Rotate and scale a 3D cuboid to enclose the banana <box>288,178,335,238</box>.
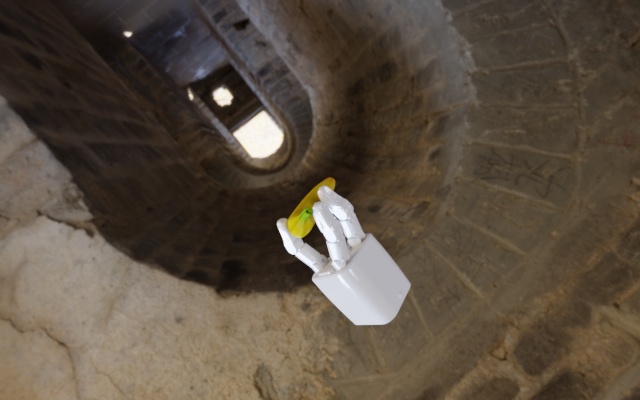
[{"bbox_3d":[-0.014,0.015,0.744,0.070,0.037,0.197,-40,7,19],"label":"banana"}]
